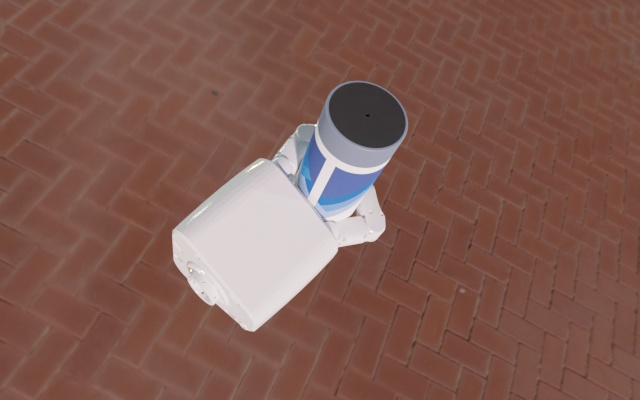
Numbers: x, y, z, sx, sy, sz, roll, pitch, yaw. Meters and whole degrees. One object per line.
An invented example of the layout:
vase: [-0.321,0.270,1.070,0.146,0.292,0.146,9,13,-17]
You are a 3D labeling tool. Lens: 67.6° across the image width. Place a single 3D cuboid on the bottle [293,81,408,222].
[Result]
bottle: [0.000,0.001,0.488,0.069,0.069,0.296,0,-27,-16]
